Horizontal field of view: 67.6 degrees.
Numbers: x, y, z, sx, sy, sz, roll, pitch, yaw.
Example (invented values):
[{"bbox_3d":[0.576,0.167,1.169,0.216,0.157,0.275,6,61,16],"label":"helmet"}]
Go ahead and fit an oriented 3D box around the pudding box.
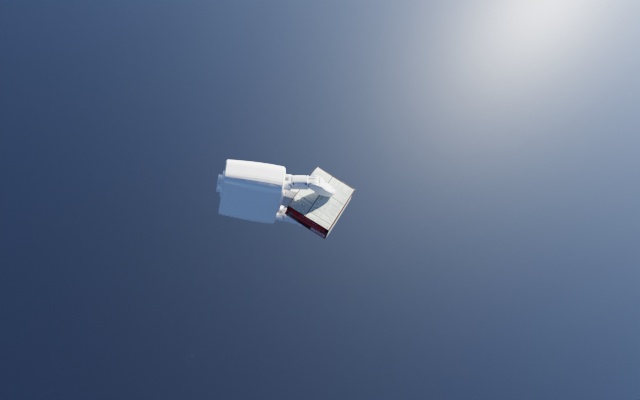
[{"bbox_3d":[0.000,0.003,0.894,0.090,0.113,0.039,32,-30,4],"label":"pudding box"}]
